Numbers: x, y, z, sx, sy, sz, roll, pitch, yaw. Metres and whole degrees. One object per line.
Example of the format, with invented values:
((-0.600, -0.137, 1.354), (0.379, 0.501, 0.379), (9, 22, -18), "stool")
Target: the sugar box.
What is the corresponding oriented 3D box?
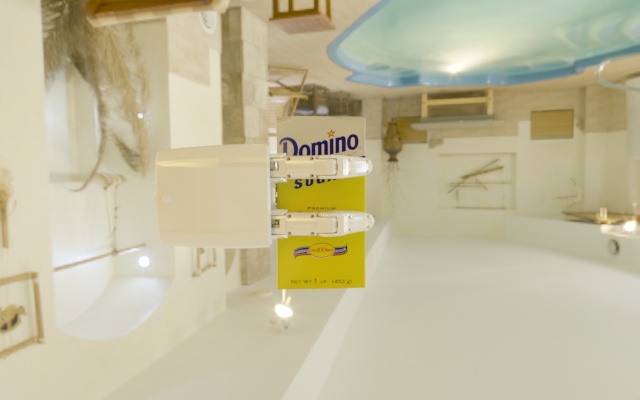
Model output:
((0.000, 0.002, 0.499), (0.093, 0.176, 0.048), (-1, 4, -4), "sugar box")
